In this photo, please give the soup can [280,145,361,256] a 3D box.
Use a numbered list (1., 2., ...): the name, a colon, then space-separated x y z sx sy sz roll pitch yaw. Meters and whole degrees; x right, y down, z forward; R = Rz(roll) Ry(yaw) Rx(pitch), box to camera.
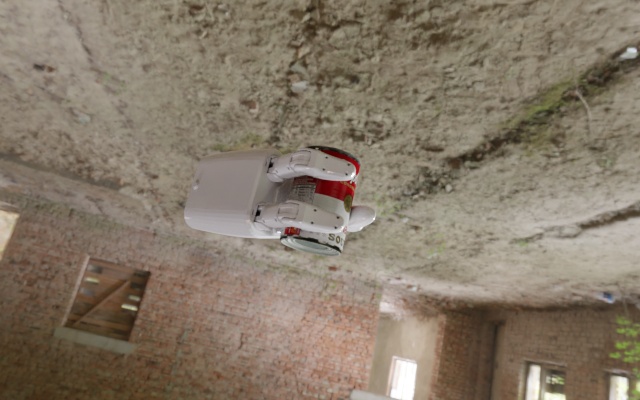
1. soup can: 0.000 0.002 0.508 0.068 0.102 0.068 12 -16 4
